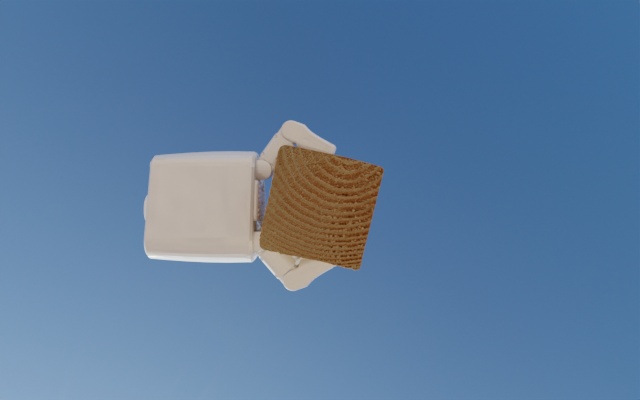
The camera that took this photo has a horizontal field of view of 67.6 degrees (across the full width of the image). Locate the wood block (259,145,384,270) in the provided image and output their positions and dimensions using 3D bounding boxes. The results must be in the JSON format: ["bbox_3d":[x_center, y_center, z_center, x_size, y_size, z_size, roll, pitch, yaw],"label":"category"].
[{"bbox_3d":[0.000,0.001,0.494,0.090,0.091,0.206,13,3,-1],"label":"wood block"}]
